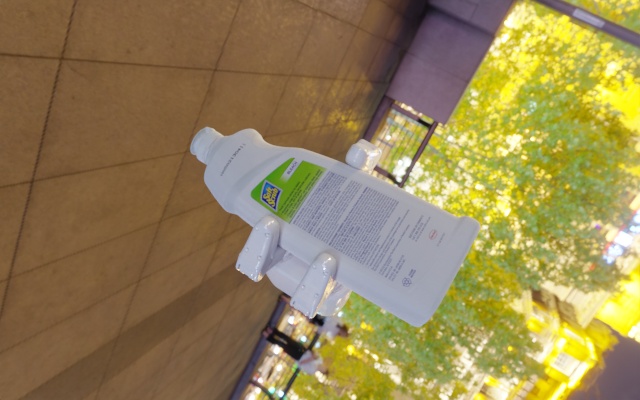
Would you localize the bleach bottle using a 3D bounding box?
[{"bbox_3d":[0.000,0.001,0.415,0.251,0.102,0.068,31,-20,12],"label":"bleach bottle"}]
